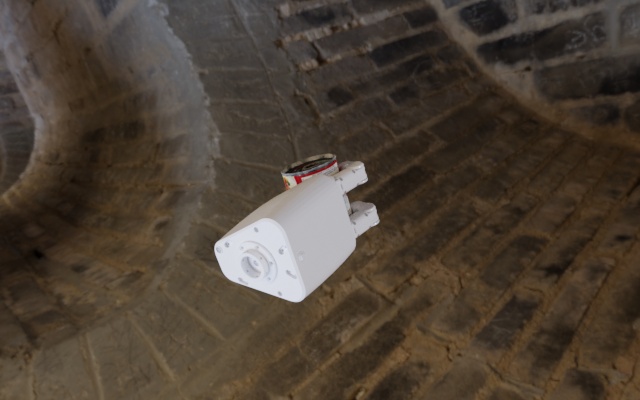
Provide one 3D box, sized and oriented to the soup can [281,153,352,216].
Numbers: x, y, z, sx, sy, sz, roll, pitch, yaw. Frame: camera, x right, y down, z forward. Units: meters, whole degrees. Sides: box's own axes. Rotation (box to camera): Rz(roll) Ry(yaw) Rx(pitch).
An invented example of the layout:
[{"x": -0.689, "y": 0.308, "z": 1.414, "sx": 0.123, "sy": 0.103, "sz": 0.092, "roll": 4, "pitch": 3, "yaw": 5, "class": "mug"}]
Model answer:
[{"x": 0.000, "y": 0.002, "z": 0.580, "sx": 0.068, "sy": 0.102, "sz": 0.068, "roll": -16, "pitch": 17, "yaw": 5, "class": "soup can"}]
